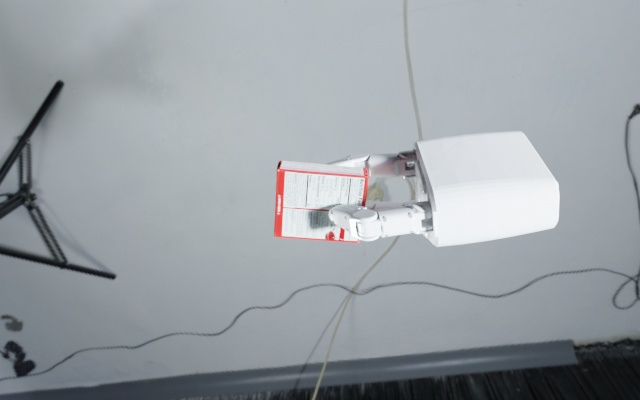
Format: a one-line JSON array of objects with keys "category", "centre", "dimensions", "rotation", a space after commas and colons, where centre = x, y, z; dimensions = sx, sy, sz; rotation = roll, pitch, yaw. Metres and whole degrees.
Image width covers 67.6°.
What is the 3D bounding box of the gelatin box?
[{"category": "gelatin box", "centre": [0.000, 0.002, 0.473], "dimensions": [0.089, 0.073, 0.030], "rotation": [4, 24, -2]}]
